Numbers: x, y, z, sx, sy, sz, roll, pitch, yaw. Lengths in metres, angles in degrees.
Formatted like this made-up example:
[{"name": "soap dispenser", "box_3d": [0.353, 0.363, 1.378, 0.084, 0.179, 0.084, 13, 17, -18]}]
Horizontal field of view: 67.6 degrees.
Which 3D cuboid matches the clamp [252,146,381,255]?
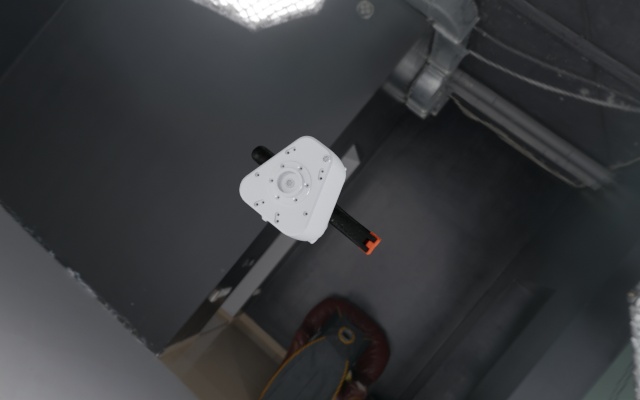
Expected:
[{"name": "clamp", "box_3d": [0.001, 0.002, 0.709, 0.210, 0.036, 0.164, 39, 2, 10]}]
